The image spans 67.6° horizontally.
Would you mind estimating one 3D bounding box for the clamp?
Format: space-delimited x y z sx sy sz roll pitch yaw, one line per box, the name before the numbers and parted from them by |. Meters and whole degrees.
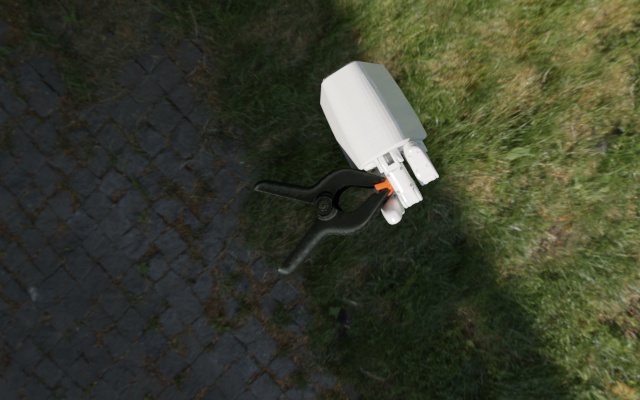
clamp | 0.000 0.002 0.568 0.171 0.120 0.039 -29 -6 11
